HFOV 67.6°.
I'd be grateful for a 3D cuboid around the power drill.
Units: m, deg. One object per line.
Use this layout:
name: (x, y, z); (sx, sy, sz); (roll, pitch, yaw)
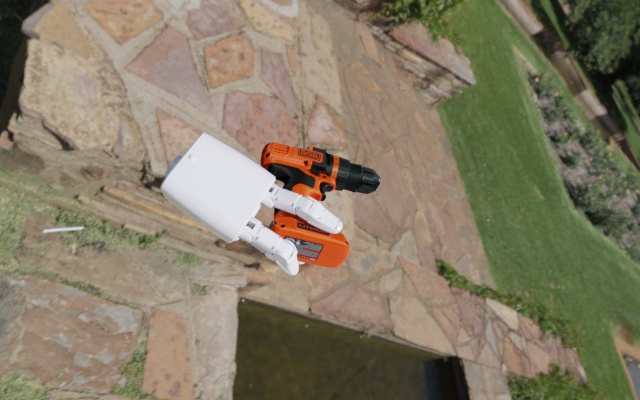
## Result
power drill: (0.000, 0.002, 0.664); (0.184, 0.057, 0.187); (12, 42, -10)
